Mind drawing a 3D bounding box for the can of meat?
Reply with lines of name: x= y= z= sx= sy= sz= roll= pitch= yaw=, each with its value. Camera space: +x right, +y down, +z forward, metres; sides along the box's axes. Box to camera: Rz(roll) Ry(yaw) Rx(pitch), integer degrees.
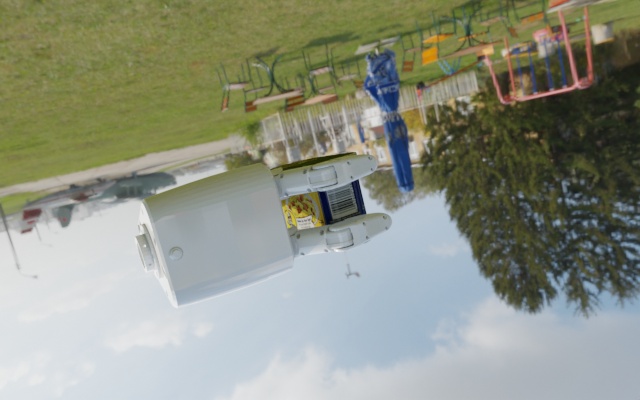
can of meat: x=0.000 y=0.002 z=0.468 sx=0.057 sy=0.084 sz=0.102 roll=-18 pitch=9 yaw=-29
